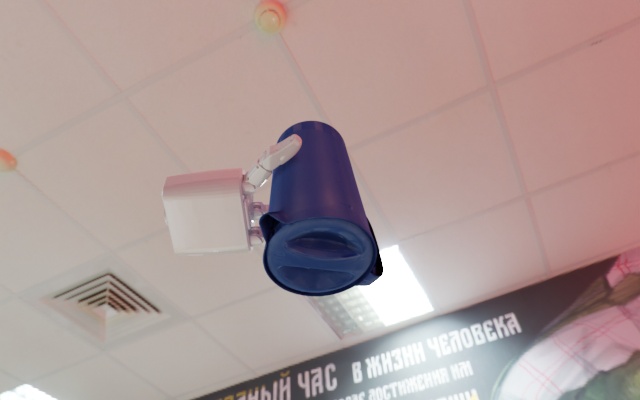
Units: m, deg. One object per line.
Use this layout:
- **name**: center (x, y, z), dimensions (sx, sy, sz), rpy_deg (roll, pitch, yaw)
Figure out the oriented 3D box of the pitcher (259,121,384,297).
- **pitcher**: center (0.000, 0.002, 0.645), dimensions (0.145, 0.149, 0.242), rpy_deg (-7, 40, 1)
